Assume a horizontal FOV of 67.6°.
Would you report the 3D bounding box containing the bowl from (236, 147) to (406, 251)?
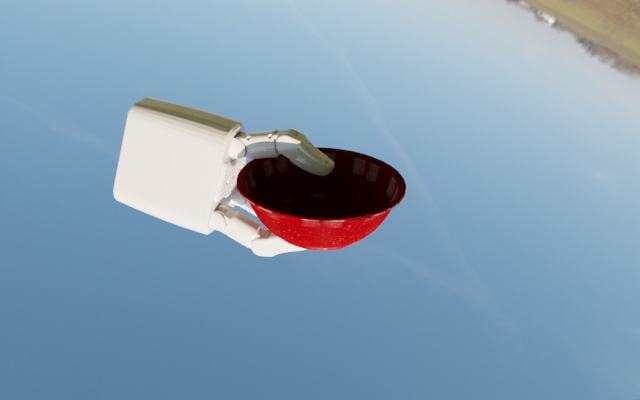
[{"bbox_3d":[0.001,0.002,0.468,0.162,0.055,0.162,2,27,-1],"label":"bowl"}]
